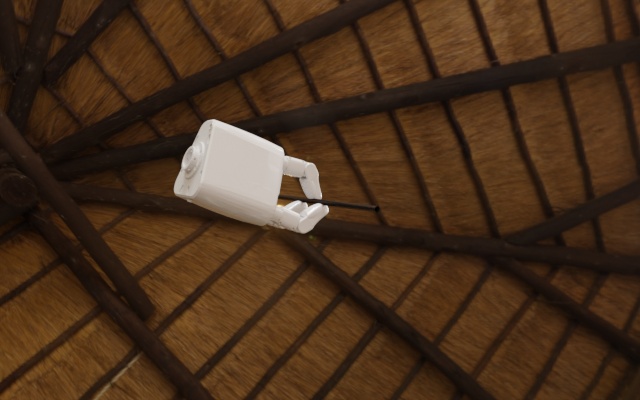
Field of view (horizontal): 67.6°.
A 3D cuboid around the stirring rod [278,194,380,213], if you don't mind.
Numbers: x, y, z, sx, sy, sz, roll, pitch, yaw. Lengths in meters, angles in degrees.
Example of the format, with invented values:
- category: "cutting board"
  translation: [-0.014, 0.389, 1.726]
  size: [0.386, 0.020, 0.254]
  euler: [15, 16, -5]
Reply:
- category: "stirring rod"
  translation: [0.000, 0.002, 0.674]
  size: [0.011, 0.011, 0.239]
  euler: [0, 4, -35]
